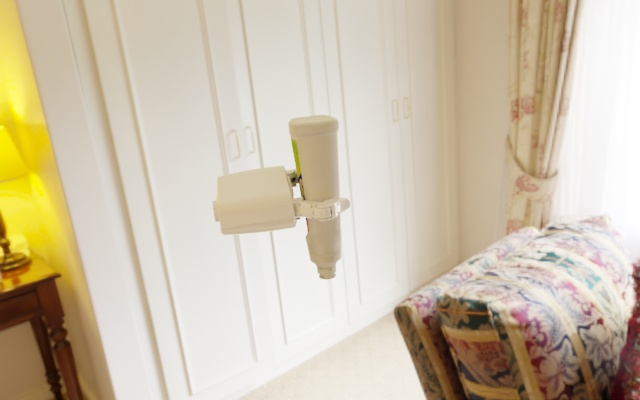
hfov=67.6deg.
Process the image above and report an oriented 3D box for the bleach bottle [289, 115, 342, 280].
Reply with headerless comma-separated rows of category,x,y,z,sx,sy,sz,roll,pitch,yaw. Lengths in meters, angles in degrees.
bleach bottle,0.000,0.002,0.720,0.068,0.251,0.102,-8,16,-8
